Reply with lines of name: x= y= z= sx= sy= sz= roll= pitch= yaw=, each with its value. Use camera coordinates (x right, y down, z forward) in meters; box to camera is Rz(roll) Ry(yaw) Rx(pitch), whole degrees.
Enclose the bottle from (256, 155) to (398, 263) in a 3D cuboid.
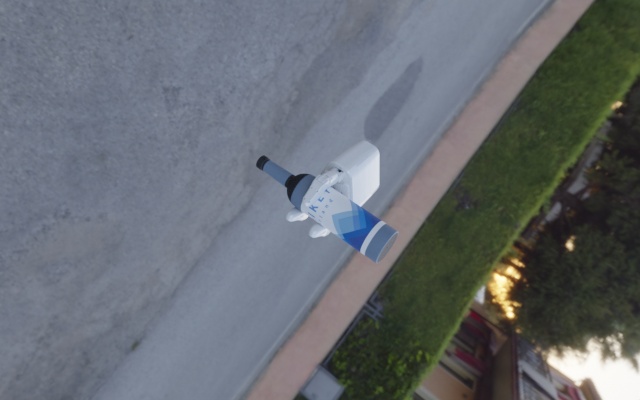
bottle: x=0.000 y=0.003 z=0.865 sx=0.295 sy=0.069 sz=0.069 roll=34 pitch=13 yaw=20
